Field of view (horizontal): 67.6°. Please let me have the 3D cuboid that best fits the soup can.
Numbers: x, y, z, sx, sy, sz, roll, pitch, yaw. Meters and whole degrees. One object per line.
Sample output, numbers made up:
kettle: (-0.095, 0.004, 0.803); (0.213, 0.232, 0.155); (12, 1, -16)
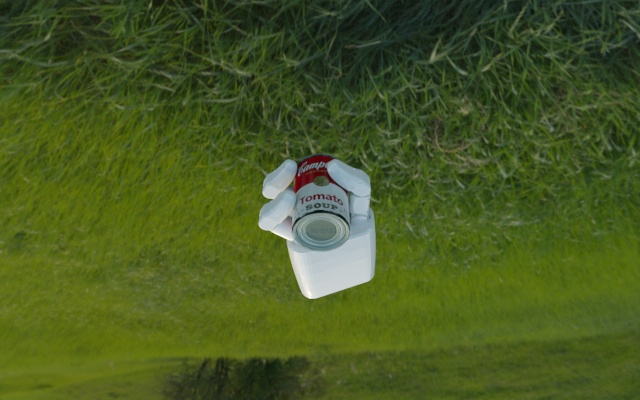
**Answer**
soup can: (0.000, 0.002, 0.570); (0.068, 0.069, 0.102); (0, 44, -1)
